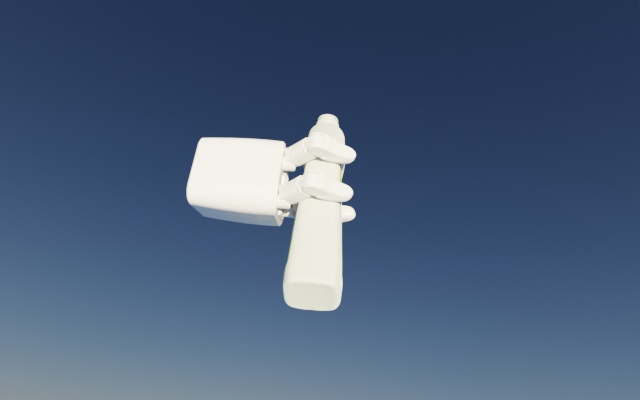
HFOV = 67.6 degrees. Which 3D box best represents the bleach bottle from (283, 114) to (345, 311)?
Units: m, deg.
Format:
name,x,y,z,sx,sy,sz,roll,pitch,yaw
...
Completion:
name,x,y,z,sx,sy,sz,roll,pitch,yaw
bleach bottle,0.000,0.002,0.602,0.068,0.250,0.103,5,-31,1
